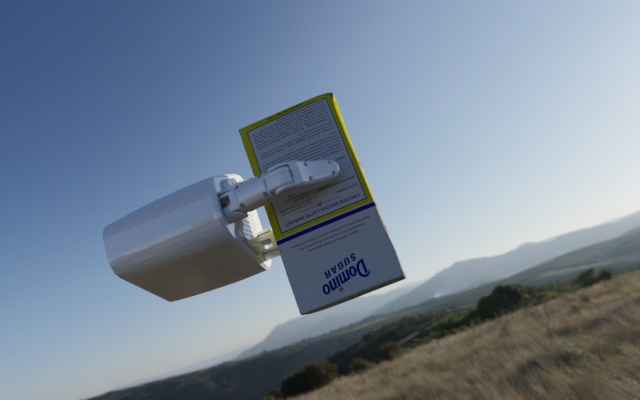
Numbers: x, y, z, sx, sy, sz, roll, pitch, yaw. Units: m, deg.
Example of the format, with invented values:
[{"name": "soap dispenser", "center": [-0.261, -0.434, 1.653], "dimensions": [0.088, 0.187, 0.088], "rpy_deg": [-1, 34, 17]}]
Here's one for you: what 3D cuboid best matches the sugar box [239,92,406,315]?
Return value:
[{"name": "sugar box", "center": [0.000, 0.001, 0.421], "dimensions": [0.093, 0.176, 0.048], "rpy_deg": [-22, -14, 8]}]
